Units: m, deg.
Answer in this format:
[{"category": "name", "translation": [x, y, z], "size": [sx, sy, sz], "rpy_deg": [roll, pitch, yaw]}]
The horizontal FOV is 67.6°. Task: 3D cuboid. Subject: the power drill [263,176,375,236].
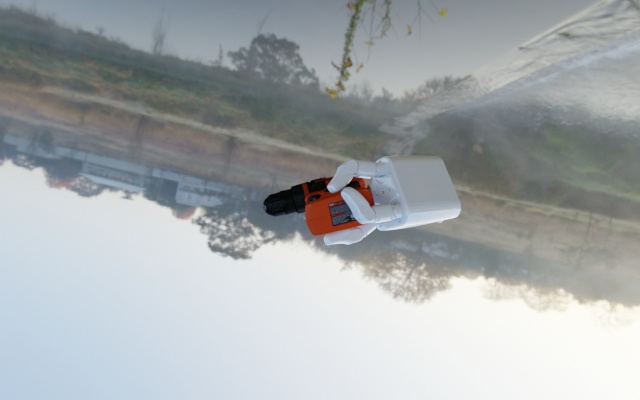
[{"category": "power drill", "translation": [0.000, 0.003, 0.777], "size": [0.184, 0.057, 0.187], "rpy_deg": [-16, 15, -6]}]
